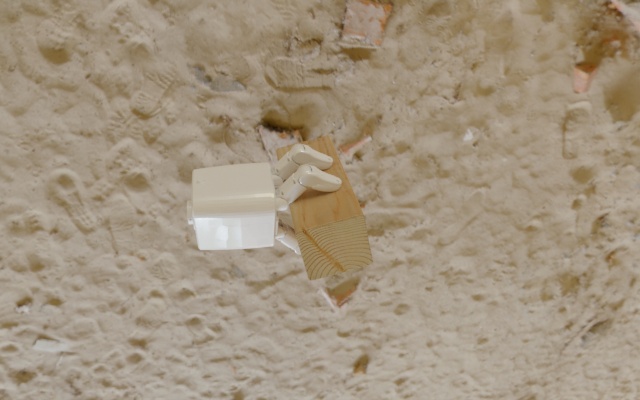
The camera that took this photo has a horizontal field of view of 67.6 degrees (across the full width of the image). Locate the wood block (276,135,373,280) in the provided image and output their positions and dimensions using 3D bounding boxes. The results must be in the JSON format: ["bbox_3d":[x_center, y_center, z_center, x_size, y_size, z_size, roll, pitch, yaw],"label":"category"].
[{"bbox_3d":[0.000,0.003,0.685,0.090,0.091,0.206,-15,38,-2],"label":"wood block"}]
